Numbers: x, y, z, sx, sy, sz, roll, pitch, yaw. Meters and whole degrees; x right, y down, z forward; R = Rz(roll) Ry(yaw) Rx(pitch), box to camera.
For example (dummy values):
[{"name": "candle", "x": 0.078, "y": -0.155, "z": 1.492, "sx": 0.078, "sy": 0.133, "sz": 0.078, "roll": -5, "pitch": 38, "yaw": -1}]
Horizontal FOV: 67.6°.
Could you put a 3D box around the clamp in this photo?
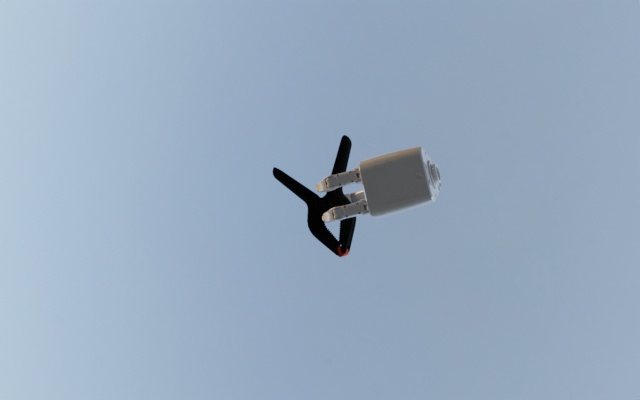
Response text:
[{"name": "clamp", "x": 0.001, "y": 0.003, "z": 0.872, "sx": 0.164, "sy": 0.210, "sz": 0.036, "roll": -15, "pitch": -7, "yaw": 24}]
